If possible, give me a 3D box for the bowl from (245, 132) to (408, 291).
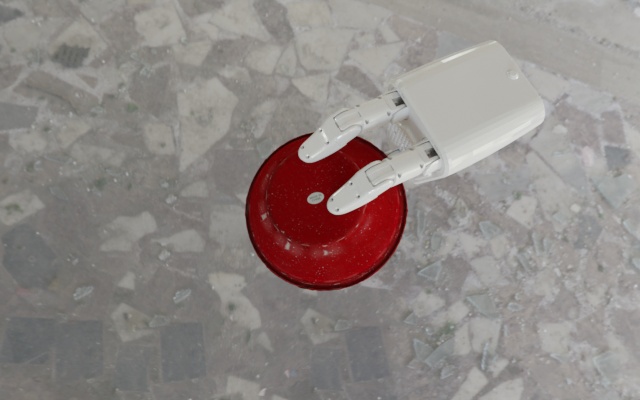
[{"bbox_3d":[-0.001,0.002,0.446,0.162,0.162,0.055,0,-13,9],"label":"bowl"}]
